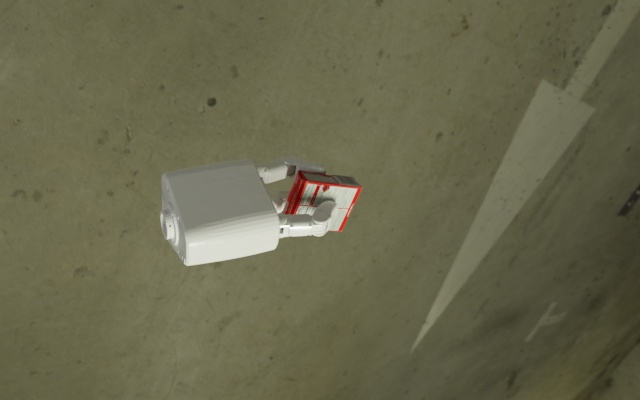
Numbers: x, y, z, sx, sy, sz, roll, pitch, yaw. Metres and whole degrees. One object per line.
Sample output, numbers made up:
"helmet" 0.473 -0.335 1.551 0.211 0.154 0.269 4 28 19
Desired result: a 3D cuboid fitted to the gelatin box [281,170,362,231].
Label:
"gelatin box" 0.001 0.002 0.620 0.089 0.073 0.030 5 31 -33
